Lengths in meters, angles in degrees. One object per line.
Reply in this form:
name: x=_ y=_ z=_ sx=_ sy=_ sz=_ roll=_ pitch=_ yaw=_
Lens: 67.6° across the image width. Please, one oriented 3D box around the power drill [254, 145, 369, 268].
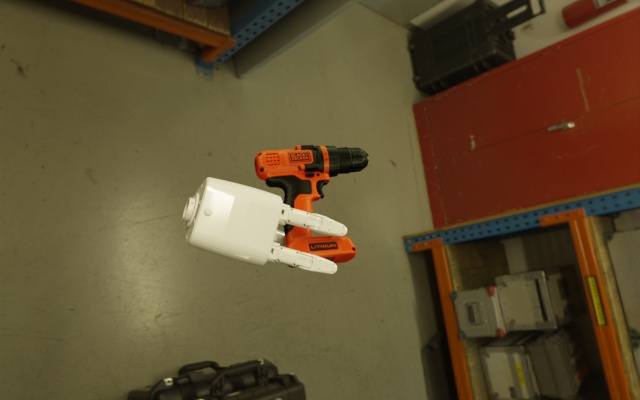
power drill: x=0.000 y=0.003 z=0.729 sx=0.184 sy=0.187 sz=0.057 roll=-5 pitch=-23 yaw=-13
